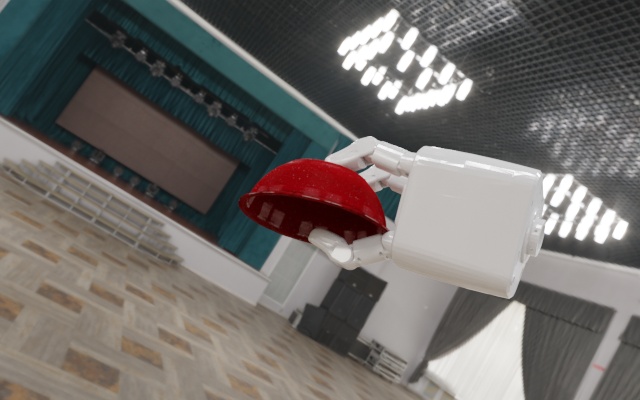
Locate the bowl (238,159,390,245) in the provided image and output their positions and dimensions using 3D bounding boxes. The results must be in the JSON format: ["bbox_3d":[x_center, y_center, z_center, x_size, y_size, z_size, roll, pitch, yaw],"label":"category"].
[{"bbox_3d":[-0.001,0.001,0.497,0.162,0.055,0.162,12,-19,4],"label":"bowl"}]
